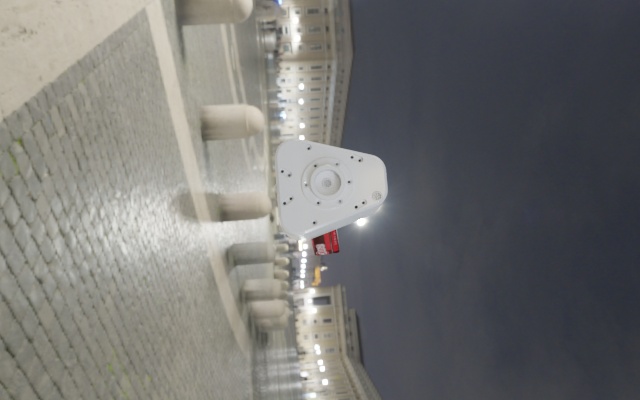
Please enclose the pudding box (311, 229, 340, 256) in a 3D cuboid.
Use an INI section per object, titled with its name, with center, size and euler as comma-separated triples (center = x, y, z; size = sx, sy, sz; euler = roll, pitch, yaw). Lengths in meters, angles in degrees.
[pudding box]
center = 0.000, 0.002, 0.620
size = 0.039, 0.113, 0.090
euler = -5, -34, 2
